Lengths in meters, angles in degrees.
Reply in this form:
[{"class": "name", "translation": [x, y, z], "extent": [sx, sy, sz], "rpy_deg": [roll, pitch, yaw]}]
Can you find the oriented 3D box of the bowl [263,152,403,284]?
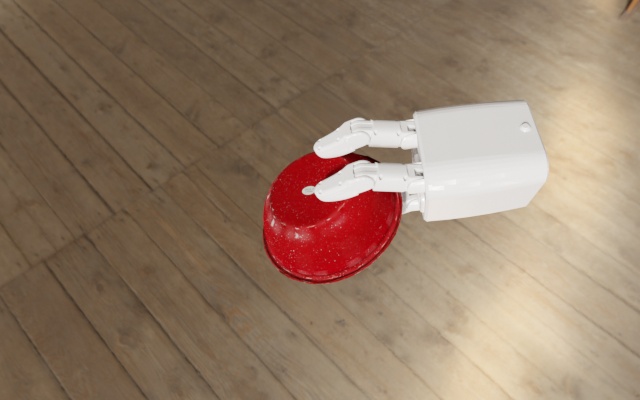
[{"class": "bowl", "translation": [-0.001, 0.002, 0.496], "extent": [0.162, 0.162, 0.055], "rpy_deg": [0, -31, 27]}]
